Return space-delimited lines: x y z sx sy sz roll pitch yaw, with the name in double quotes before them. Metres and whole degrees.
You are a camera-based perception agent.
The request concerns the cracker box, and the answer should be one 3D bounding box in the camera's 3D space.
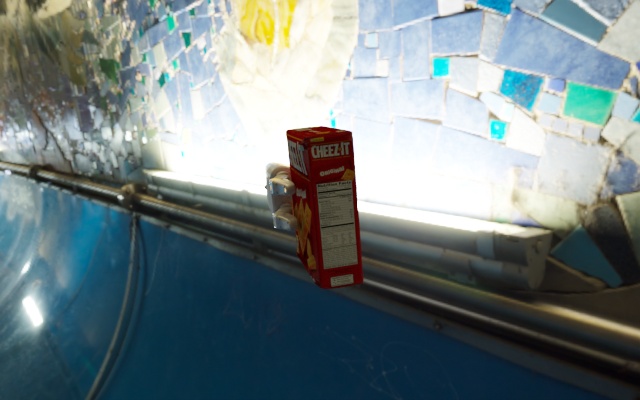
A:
"cracker box" 0.000 0.002 0.708 0.072 0.214 0.164 -8 13 -13
